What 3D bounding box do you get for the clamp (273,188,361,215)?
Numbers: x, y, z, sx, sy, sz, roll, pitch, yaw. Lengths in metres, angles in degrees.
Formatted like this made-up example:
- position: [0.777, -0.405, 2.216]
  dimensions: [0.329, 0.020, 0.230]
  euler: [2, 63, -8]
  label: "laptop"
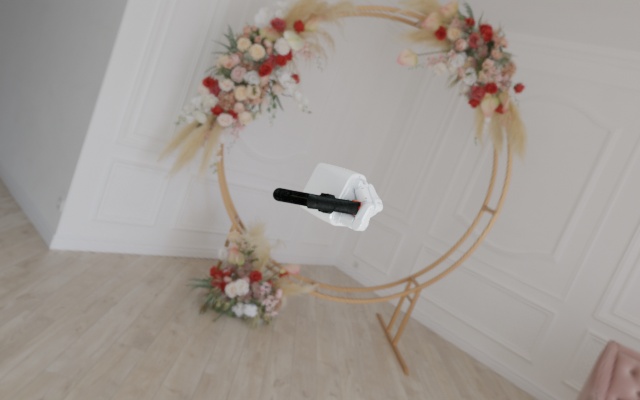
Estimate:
- position: [0.000, 0.002, 0.878]
  dimensions: [0.120, 0.039, 0.171]
  euler: [20, 5, 43]
  label: "clamp"
